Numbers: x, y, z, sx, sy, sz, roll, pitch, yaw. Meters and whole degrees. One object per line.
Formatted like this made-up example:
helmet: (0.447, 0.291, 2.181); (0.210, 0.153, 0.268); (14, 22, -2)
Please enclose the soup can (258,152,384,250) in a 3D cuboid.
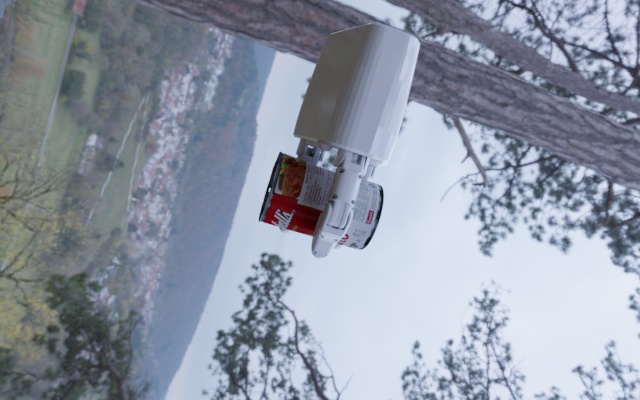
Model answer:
soup can: (0.000, 0.002, 0.450); (0.102, 0.068, 0.068); (17, -3, -10)
